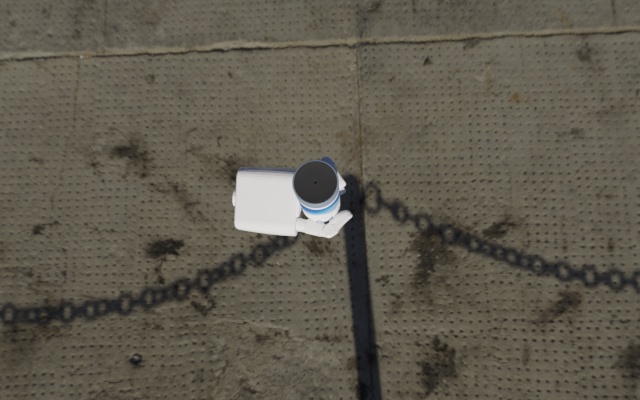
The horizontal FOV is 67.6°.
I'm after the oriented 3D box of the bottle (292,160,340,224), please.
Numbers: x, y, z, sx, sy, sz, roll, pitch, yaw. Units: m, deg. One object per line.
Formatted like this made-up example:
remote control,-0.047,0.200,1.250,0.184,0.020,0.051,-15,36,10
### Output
bottle,0.000,0.003,0.815,0.069,0.069,0.296,0,-11,3
